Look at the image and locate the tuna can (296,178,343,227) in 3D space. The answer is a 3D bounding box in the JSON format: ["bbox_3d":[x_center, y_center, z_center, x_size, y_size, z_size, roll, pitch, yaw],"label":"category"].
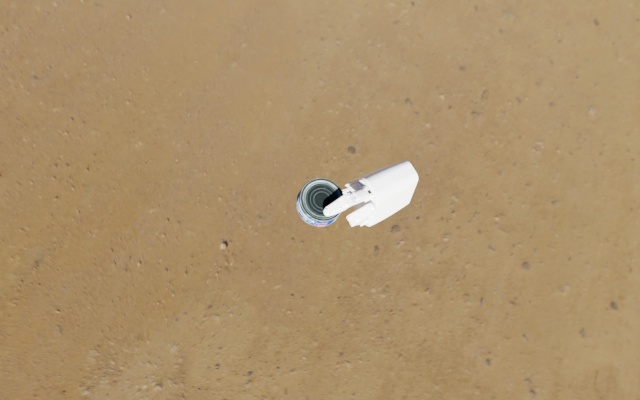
[{"bbox_3d":[0.000,0.003,0.874,0.086,0.086,0.034,0,-17,-13],"label":"tuna can"}]
